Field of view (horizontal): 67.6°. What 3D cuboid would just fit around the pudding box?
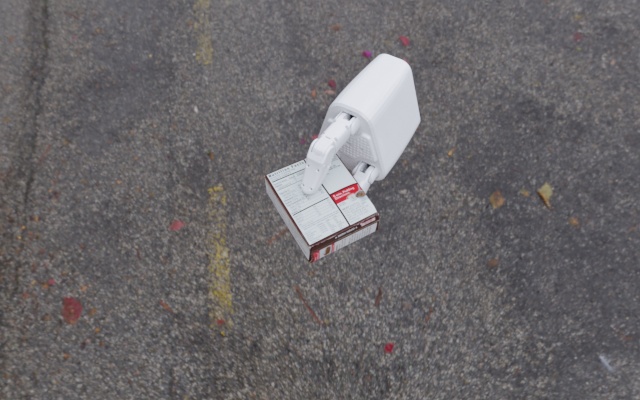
[{"bbox_3d":[0.000,0.002,0.537,0.090,0.113,0.039,-25,-32,-14],"label":"pudding box"}]
